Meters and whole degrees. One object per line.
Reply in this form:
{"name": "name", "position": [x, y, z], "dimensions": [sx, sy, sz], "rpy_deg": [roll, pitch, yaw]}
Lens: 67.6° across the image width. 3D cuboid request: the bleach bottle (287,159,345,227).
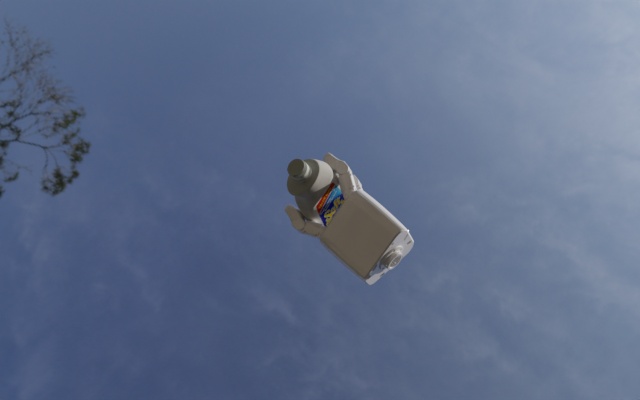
{"name": "bleach bottle", "position": [0.000, 0.003, 0.831], "dimensions": [0.068, 0.102, 0.251], "rpy_deg": [42, -3, 31]}
